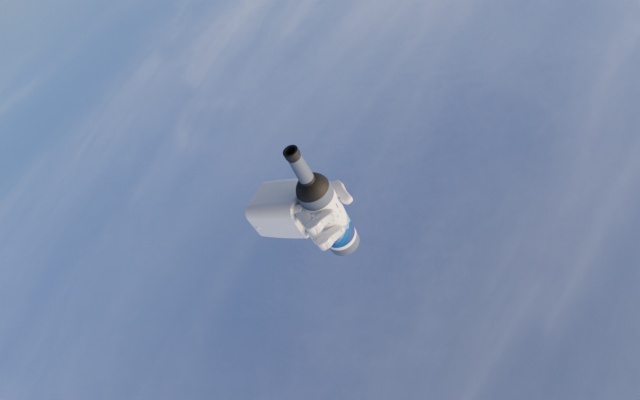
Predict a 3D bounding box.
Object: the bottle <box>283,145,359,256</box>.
[{"bbox_3d":[0.000,0.003,0.898,0.069,0.069,0.296,0,-36,25],"label":"bottle"}]
